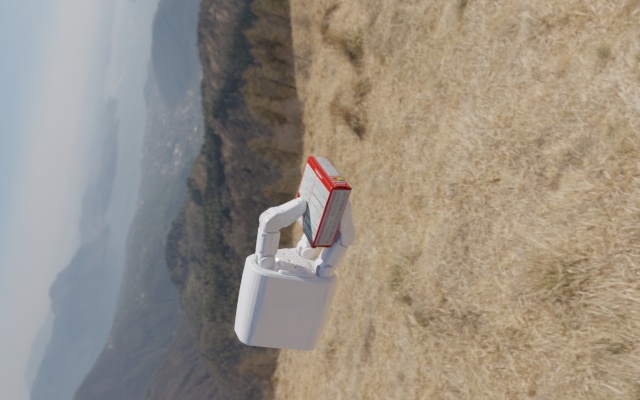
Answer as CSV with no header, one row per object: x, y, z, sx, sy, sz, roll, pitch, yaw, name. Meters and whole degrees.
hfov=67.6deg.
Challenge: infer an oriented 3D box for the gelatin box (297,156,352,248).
0.000,0.002,0.581,0.030,0.089,0.073,0,34,-27,gelatin box
